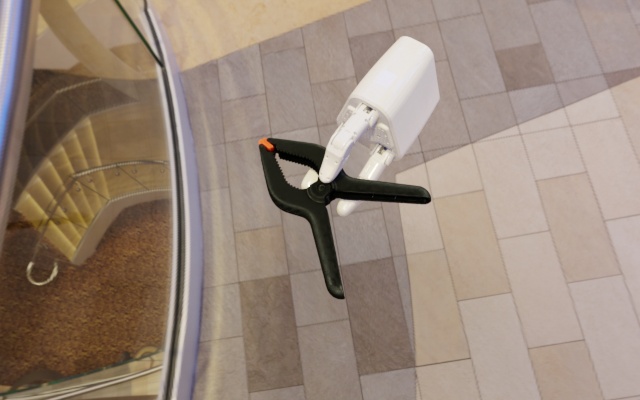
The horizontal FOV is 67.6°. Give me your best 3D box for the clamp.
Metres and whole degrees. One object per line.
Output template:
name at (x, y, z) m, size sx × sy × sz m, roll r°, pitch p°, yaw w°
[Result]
clamp at (0.000, 0.001, 0.559) m, size 0.210 × 0.164 × 0.036 m, roll 33°, pitch -18°, yaw 15°
